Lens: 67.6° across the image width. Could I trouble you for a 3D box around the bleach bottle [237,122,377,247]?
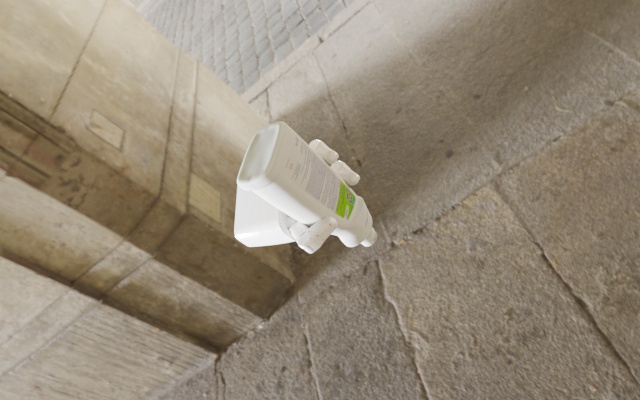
[{"bbox_3d":[0.000,0.002,0.677,0.068,0.102,0.251,-13,-40,38],"label":"bleach bottle"}]
